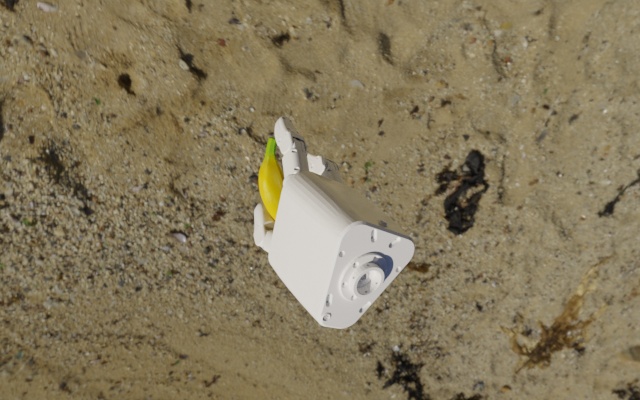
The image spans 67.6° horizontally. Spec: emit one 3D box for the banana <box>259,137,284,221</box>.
[{"bbox_3d":[-0.014,0.014,0.573,0.198,0.069,0.037,46,-6,-37],"label":"banana"}]
